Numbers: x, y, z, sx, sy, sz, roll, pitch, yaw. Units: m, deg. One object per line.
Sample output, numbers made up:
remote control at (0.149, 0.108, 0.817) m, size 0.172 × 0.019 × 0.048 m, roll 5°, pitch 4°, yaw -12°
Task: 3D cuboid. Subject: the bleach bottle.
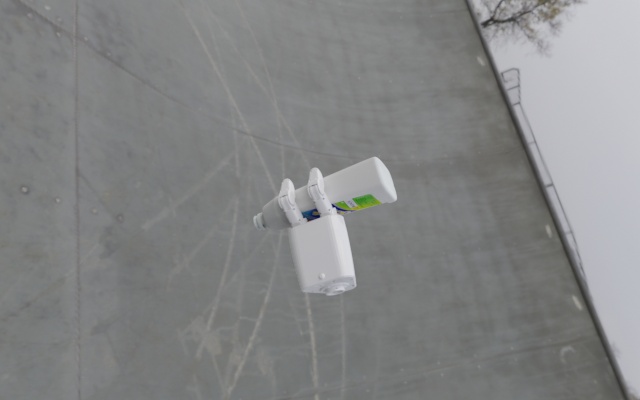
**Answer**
bleach bottle at (0.000, 0.003, 0.844) m, size 0.251 × 0.068 × 0.102 m, roll -20°, pitch -23°, yaw 18°
